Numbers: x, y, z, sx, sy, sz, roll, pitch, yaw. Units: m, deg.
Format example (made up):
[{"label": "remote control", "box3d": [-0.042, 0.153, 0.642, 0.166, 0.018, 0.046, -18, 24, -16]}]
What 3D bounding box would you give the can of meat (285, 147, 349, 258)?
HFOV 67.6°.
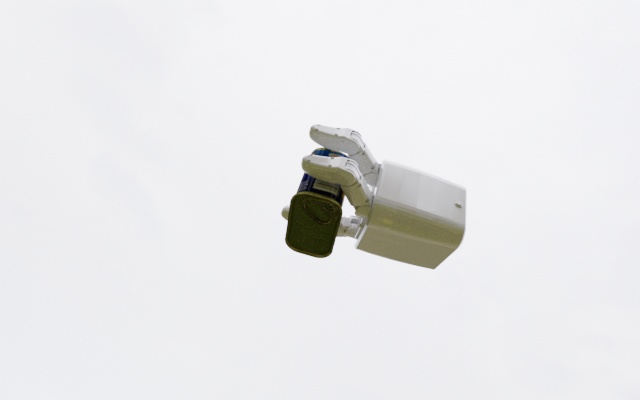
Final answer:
[{"label": "can of meat", "box3d": [0.000, 0.002, 0.554, 0.057, 0.084, 0.102, 15, -43, 3]}]
